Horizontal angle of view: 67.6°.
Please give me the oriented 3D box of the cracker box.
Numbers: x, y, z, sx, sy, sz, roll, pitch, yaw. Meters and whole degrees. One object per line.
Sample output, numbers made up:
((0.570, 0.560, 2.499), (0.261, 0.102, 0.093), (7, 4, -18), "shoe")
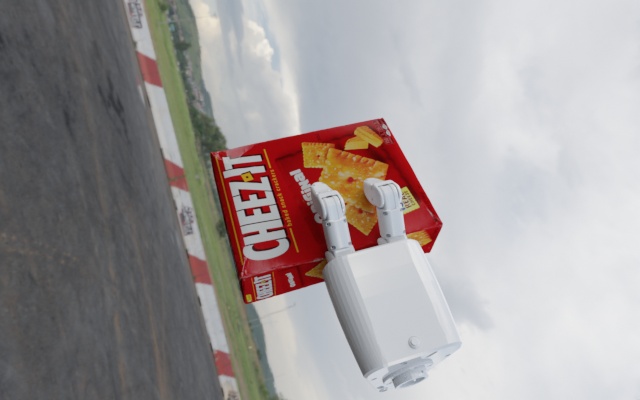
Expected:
((0.000, 0.002, 0.530), (0.213, 0.164, 0.072), (-13, -33, -12), "cracker box")
